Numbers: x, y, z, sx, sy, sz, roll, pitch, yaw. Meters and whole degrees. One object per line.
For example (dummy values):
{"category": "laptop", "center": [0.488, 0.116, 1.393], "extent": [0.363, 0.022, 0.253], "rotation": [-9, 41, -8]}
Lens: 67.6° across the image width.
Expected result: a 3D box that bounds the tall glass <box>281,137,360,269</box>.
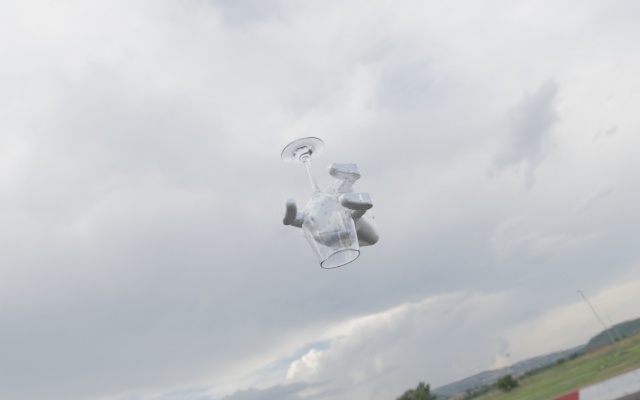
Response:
{"category": "tall glass", "center": [0.000, 0.002, 0.742], "extent": [0.079, 0.201, 0.079], "rotation": [-15, -27, -8]}
